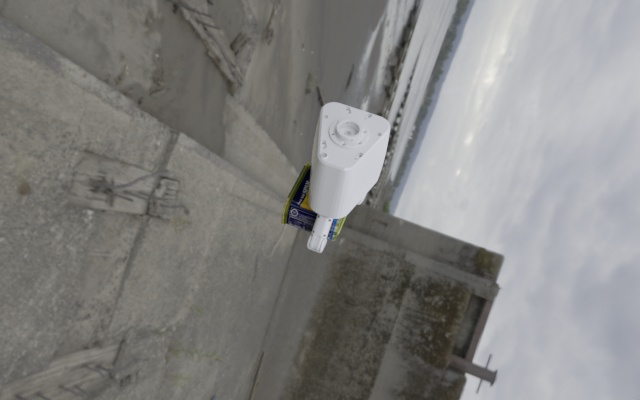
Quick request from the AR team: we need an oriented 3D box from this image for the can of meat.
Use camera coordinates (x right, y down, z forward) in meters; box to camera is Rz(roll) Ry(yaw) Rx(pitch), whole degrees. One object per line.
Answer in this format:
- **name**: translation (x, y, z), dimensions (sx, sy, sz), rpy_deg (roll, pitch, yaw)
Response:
- **can of meat**: translation (0.000, 0.003, 0.708), dimensions (0.084, 0.102, 0.057), rpy_deg (20, -37, 7)
